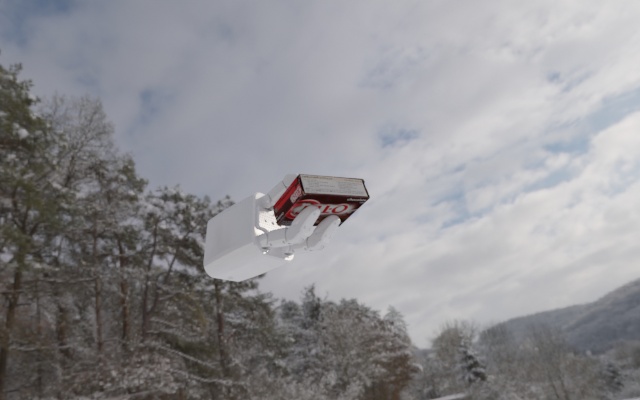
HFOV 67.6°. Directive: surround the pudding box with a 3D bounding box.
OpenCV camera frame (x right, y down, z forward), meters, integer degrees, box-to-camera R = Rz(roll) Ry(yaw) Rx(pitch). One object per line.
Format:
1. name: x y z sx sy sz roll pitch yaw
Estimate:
1. pudding box: 0.000 0.002 0.692 0.113 0.039 0.090 0 -29 -32
